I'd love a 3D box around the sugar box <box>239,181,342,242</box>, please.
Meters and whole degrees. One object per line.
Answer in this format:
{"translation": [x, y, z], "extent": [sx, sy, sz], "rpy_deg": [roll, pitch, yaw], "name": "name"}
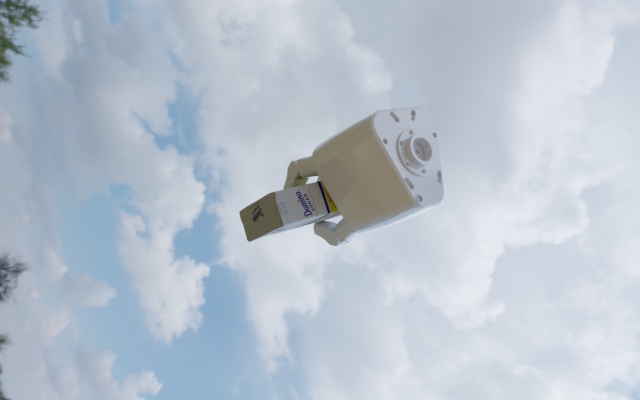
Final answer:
{"translation": [0.000, 0.001, 0.581], "extent": [0.176, 0.048, 0.093], "rpy_deg": [-12, -8, -35], "name": "sugar box"}
